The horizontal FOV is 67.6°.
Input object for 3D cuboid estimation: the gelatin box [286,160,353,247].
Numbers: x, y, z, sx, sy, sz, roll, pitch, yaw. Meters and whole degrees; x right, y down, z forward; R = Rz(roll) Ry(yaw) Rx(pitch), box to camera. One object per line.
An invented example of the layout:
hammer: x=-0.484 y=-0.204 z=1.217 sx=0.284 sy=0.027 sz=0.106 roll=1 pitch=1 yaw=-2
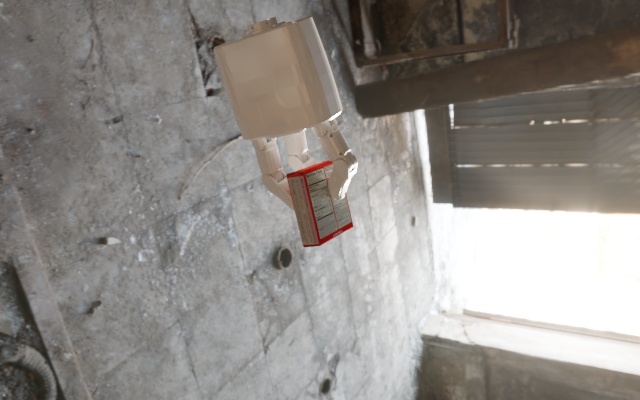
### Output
gelatin box: x=0.001 y=0.002 z=0.566 sx=0.030 sy=0.089 sz=0.073 roll=-8 pitch=10 yaw=37
